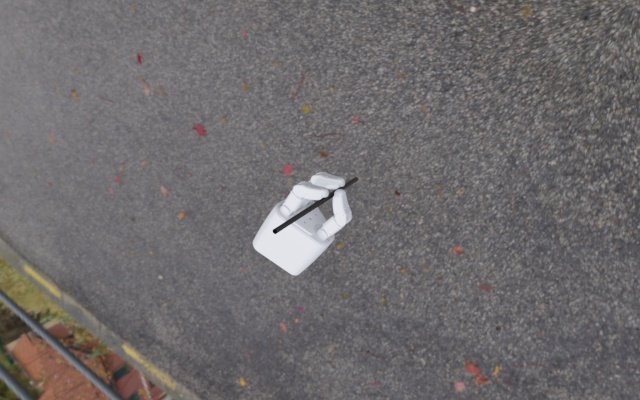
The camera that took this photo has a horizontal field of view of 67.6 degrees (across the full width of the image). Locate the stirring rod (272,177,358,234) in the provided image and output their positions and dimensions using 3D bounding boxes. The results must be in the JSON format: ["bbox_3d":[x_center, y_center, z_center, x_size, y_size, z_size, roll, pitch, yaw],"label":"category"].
[{"bbox_3d":[0.000,0.002,0.749,0.011,0.011,0.239,0,20,34],"label":"stirring rod"}]
